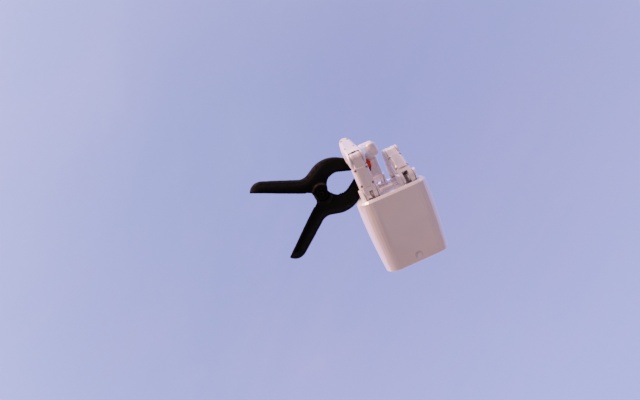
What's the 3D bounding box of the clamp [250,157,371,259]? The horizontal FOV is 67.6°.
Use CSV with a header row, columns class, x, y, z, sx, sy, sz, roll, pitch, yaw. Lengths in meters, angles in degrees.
class,x,y,z,sx,sy,sz,roll,pitch,yaw
clamp,0.000,0.002,0.671,0.171,0.120,0.039,-23,9,-1
